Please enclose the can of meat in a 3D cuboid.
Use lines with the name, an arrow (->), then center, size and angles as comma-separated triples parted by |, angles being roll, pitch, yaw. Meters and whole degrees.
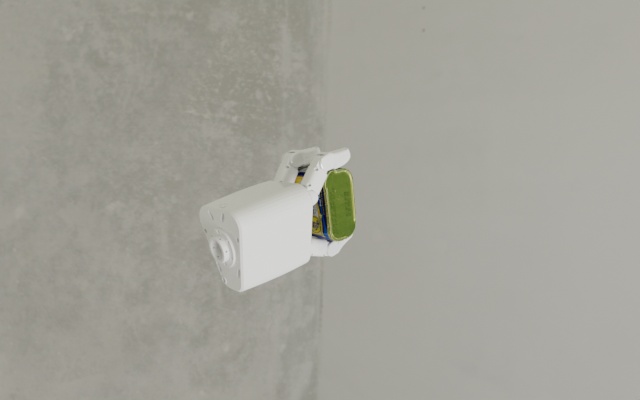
can of meat -> 0.000, 0.002, 0.656 | 0.057, 0.102, 0.084 | -17, 17, -40
